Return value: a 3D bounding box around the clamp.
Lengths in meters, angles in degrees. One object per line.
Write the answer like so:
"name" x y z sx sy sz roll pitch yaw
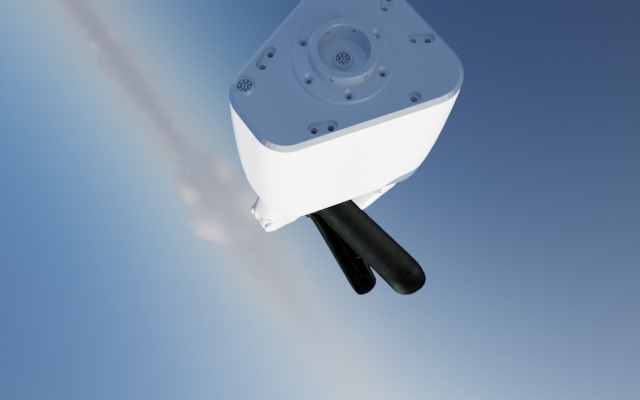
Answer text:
"clamp" -0.001 0.001 0.417 0.036 0.210 0.165 -35 -12 -13
